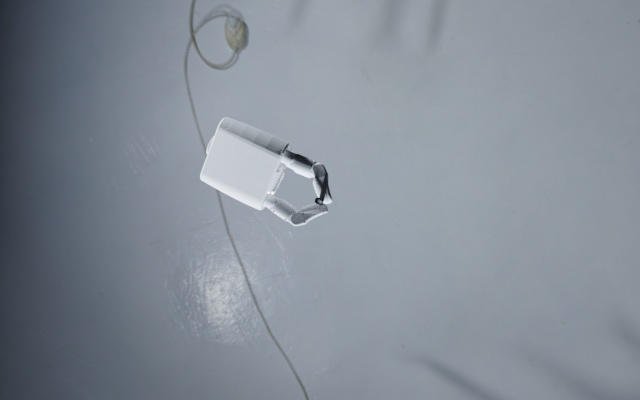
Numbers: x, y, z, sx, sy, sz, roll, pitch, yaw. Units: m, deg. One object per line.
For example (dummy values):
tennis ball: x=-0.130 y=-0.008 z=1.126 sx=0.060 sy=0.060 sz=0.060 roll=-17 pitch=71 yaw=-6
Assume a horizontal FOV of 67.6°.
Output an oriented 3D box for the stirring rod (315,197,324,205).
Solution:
stirring rod: x=0.000 y=0.002 z=0.684 sx=0.011 sy=0.011 sz=0.239 roll=0 pitch=-1 yaw=1
